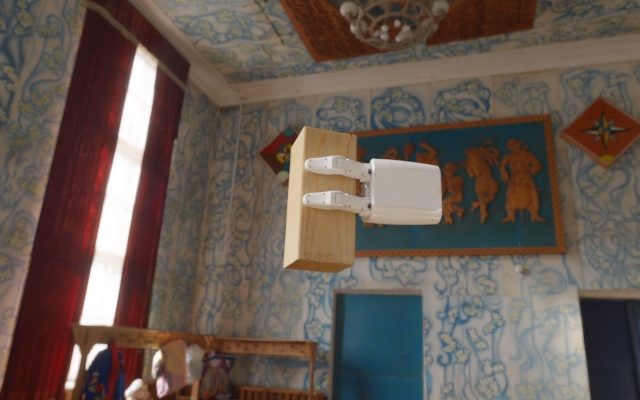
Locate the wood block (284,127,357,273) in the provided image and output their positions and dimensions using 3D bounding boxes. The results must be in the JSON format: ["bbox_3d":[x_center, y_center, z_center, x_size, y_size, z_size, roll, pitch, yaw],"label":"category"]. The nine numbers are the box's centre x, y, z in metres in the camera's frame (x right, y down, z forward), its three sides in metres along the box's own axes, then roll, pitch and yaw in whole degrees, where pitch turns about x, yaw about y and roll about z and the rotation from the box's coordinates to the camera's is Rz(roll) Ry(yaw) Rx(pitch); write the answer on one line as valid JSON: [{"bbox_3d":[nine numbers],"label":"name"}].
[{"bbox_3d":[0.000,0.002,0.749,0.090,0.206,0.091,7,-19,-14],"label":"wood block"}]
